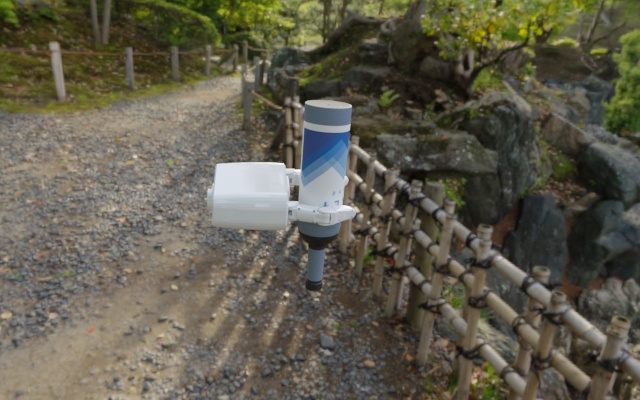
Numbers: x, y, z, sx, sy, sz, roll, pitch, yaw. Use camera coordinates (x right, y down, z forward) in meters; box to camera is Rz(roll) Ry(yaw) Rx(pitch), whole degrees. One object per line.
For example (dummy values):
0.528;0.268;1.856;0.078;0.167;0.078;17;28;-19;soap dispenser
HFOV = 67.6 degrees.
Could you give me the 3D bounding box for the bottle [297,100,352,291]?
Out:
0.000;0.002;0.720;0.069;0.296;0.069;4;20;-1;bottle
